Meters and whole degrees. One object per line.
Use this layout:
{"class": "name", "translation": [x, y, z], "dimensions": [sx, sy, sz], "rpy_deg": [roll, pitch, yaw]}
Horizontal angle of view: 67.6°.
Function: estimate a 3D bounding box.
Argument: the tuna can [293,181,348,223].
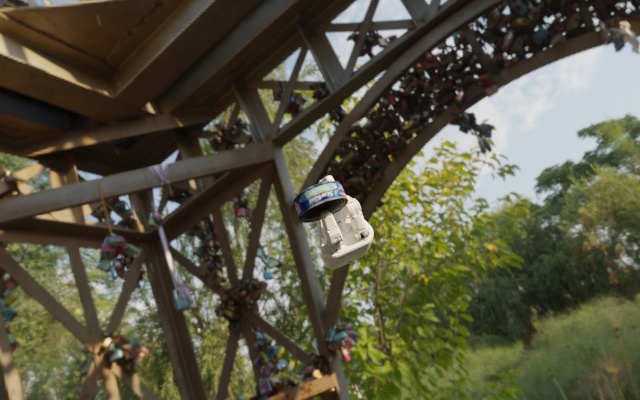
{"class": "tuna can", "translation": [0.000, 0.002, 0.780], "dimensions": [0.086, 0.033, 0.086], "rpy_deg": [-21, -18, -7]}
